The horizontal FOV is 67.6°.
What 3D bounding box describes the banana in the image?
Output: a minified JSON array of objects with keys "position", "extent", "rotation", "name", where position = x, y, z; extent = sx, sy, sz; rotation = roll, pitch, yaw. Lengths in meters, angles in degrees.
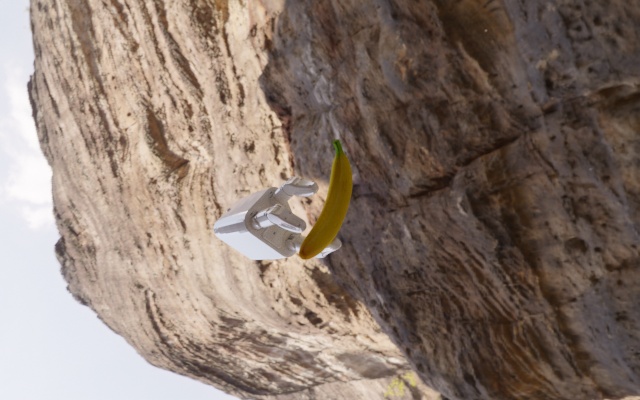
[{"position":[0.014,0.008,0.730],"extent":[0.037,0.197,0.070],"rotation":[-9,-33,45],"name":"banana"}]
